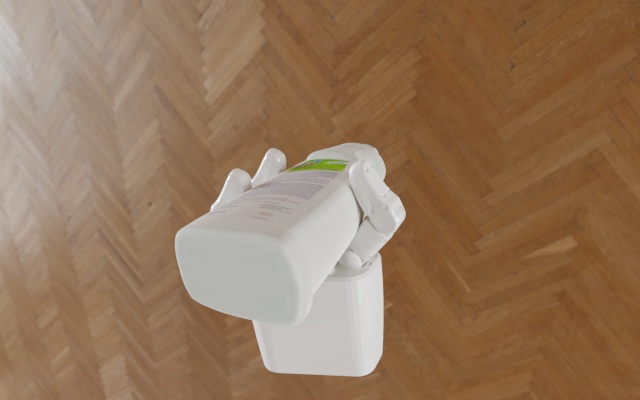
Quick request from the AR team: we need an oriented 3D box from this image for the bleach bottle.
[{"bbox_3d":[0.000,0.001,0.402,0.102,0.068,0.250,5,24,27],"label":"bleach bottle"}]
